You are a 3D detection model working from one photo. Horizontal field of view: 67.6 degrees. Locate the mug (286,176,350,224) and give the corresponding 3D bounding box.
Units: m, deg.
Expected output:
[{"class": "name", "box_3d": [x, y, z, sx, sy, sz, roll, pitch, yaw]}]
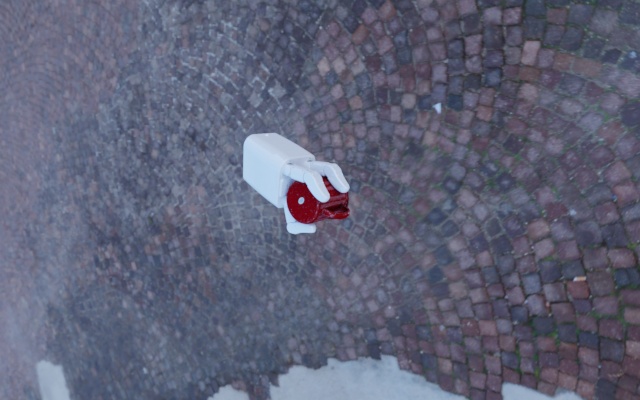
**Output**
[{"class": "mug", "box_3d": [0.001, 0.004, 0.870, 0.117, 0.093, 0.081, 35, 30, 30]}]
